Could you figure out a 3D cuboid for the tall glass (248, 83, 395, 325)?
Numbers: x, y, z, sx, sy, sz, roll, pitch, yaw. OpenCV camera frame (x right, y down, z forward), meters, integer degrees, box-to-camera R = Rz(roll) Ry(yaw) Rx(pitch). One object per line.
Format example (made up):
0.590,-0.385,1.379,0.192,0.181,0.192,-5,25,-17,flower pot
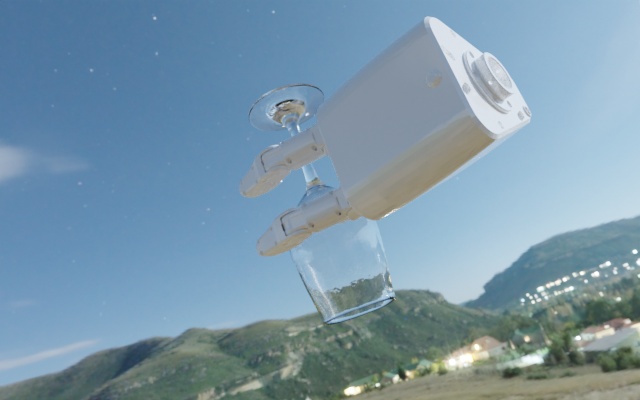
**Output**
0.000,0.001,0.416,0.079,0.201,0.079,-17,-19,-6,tall glass
